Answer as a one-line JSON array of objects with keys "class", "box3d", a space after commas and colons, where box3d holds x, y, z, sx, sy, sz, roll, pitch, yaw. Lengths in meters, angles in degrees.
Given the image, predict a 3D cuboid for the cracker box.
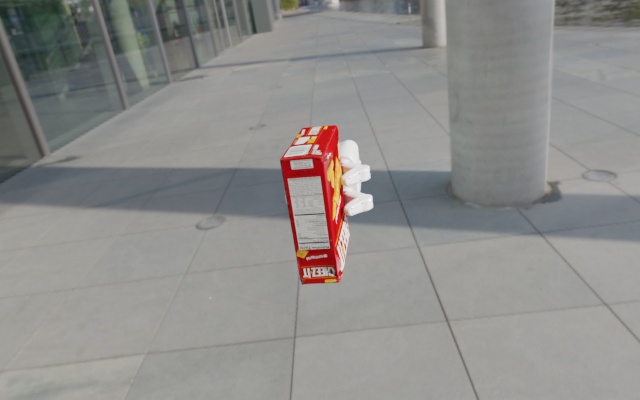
[{"class": "cracker box", "box3d": [0.000, 0.002, 0.778, 0.072, 0.214, 0.164, -4, 23, 11]}]
